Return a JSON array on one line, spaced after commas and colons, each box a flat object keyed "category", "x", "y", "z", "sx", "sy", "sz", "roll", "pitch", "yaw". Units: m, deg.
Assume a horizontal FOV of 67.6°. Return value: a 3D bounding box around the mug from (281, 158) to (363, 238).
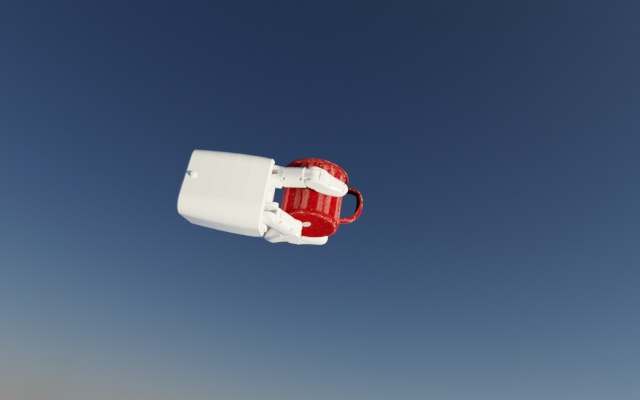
[{"category": "mug", "x": 0.001, "y": 0.003, "z": 0.668, "sx": 0.117, "sy": 0.081, "sz": 0.093, "roll": 10, "pitch": -29, "yaw": -1}]
